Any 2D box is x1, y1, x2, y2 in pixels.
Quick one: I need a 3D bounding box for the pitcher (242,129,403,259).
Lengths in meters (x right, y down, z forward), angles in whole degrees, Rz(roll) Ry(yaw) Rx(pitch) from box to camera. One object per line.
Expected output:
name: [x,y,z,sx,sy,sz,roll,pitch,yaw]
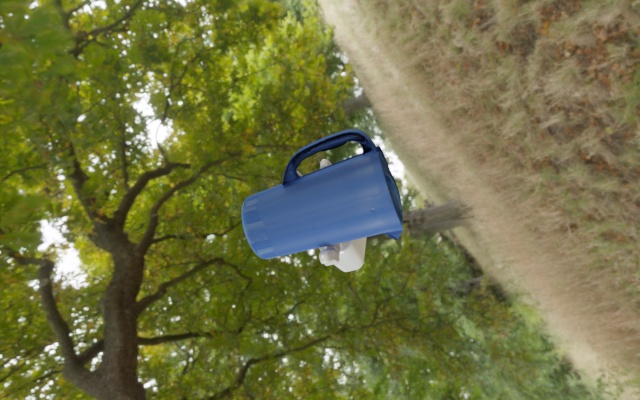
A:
pitcher: [0.000,0.003,0.754,0.243,0.149,0.145,-17,-28,13]
